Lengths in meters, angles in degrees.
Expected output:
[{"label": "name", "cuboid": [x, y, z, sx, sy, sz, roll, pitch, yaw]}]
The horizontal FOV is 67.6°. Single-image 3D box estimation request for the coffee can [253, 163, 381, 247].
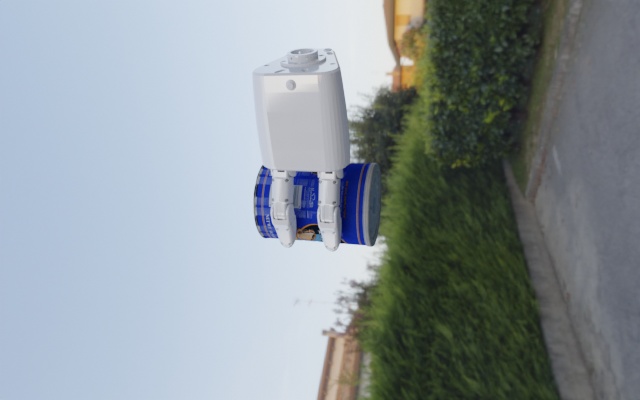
[{"label": "coffee can", "cuboid": [0.000, 0.002, 0.600, 0.140, 0.103, 0.103, 3, 1, 15]}]
